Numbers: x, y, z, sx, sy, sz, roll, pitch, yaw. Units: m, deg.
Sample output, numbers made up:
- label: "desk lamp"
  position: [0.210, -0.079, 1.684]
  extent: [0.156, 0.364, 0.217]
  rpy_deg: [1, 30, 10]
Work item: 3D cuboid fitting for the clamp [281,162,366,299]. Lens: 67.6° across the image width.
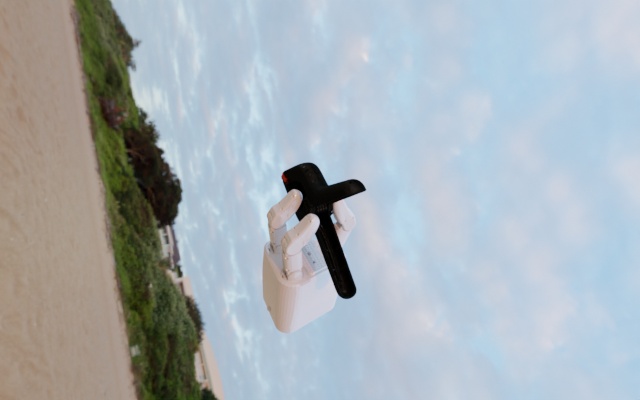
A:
- label: "clamp"
  position: [0.001, 0.002, 0.623]
  extent: [0.036, 0.165, 0.210]
  rpy_deg: [-11, 40, -23]
